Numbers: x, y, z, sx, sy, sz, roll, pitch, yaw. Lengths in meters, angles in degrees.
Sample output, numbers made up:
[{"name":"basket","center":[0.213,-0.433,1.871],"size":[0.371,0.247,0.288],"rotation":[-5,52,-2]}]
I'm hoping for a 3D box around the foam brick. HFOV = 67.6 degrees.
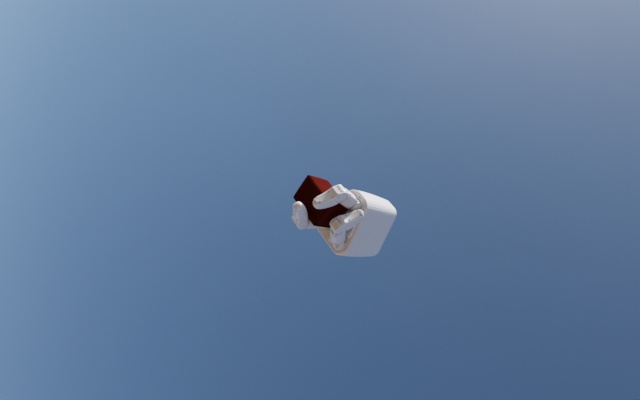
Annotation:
[{"name":"foam brick","center":[0.000,0.002,0.831],"size":[0.051,0.053,0.078],"rotation":[10,35,-48]}]
